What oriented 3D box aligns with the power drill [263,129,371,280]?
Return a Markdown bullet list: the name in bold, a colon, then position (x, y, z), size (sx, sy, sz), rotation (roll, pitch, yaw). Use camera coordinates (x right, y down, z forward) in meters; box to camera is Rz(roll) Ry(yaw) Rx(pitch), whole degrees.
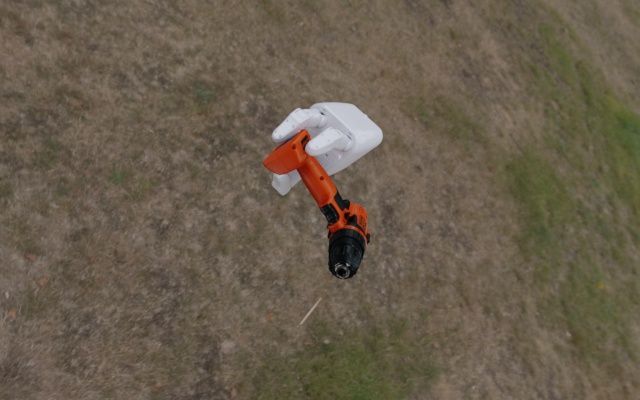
- **power drill**: position (0.000, 0.002, 0.658), size (0.057, 0.188, 0.184), rotation (-30, 14, 16)
